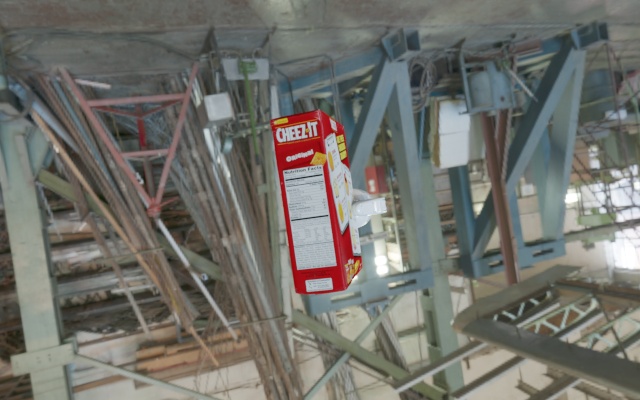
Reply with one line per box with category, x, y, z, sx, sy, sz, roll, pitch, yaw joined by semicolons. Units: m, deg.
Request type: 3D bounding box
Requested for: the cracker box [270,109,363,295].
cracker box;0.000;0.002;0.630;0.072;0.213;0.164;-9;0;12
